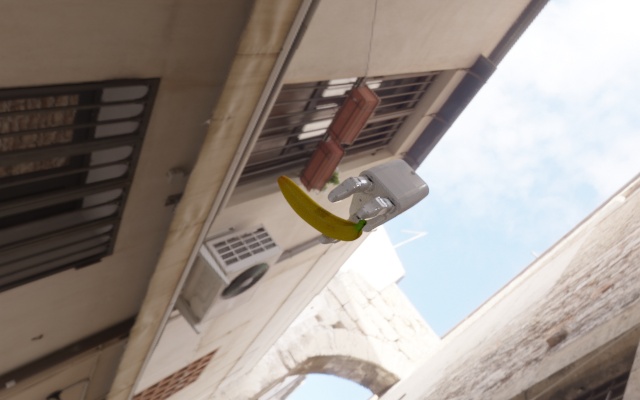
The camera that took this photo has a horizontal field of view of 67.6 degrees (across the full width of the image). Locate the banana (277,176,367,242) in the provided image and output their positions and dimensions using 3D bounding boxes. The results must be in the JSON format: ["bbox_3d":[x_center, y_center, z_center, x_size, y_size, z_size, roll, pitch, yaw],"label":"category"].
[{"bbox_3d":[0.002,0.020,0.786,0.197,0.070,0.037,27,37,35],"label":"banana"}]
